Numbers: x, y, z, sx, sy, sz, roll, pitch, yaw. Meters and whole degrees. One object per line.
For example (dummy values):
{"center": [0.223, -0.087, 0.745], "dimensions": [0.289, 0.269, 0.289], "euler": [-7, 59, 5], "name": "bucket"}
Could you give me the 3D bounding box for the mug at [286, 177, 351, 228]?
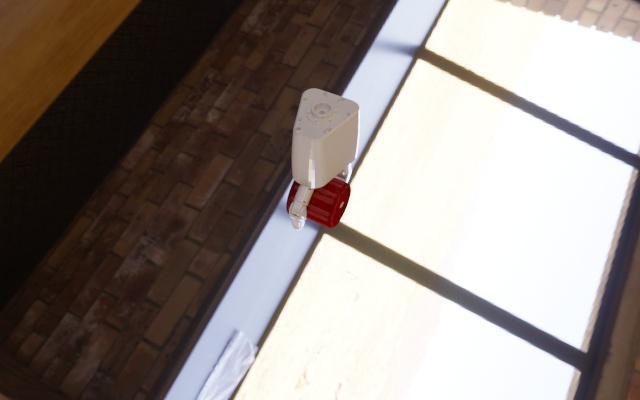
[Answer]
{"center": [0.000, 0.004, 0.816], "dimensions": [0.081, 0.093, 0.117], "euler": [23, -32, 16], "name": "mug"}
